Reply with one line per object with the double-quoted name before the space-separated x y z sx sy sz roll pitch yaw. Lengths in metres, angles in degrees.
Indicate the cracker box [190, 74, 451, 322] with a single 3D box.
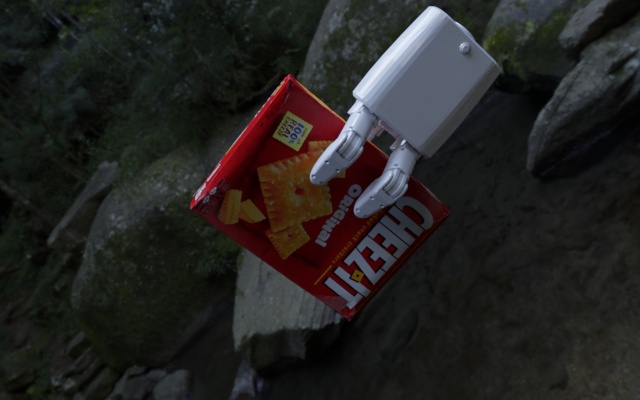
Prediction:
"cracker box" 0.000 0.001 0.500 0.214 0.164 0.072 38 12 -13
